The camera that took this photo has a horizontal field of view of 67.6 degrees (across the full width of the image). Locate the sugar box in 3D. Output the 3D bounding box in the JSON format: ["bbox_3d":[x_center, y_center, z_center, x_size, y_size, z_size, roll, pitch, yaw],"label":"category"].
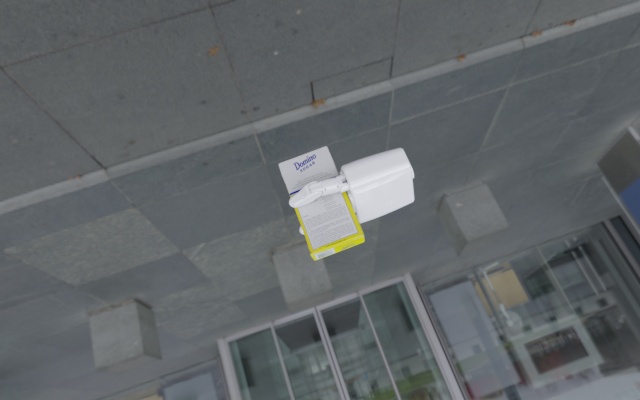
[{"bbox_3d":[0.000,0.003,0.811,0.093,0.176,0.048,-20,-24,-1],"label":"sugar box"}]
